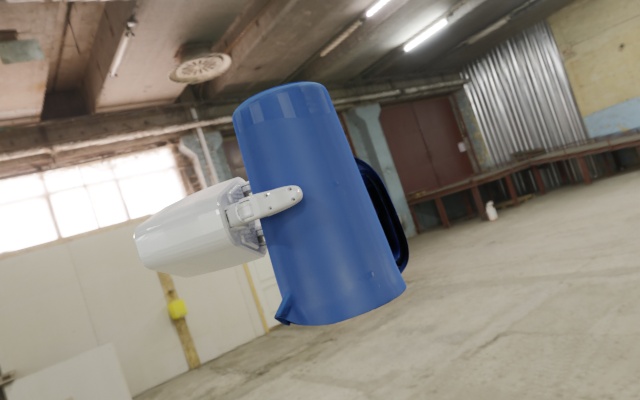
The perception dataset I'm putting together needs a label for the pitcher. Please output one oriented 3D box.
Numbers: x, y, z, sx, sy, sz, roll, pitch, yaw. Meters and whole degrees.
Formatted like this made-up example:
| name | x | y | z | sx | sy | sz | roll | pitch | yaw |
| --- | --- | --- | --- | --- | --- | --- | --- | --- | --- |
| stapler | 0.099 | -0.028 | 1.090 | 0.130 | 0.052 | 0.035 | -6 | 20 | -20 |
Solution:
| name | x | y | z | sx | sy | sz | roll | pitch | yaw |
| --- | --- | --- | --- | --- | --- | --- | --- | --- | --- |
| pitcher | 0.000 | 0.002 | 0.520 | 0.145 | 0.243 | 0.149 | -19 | -2 | 11 |
